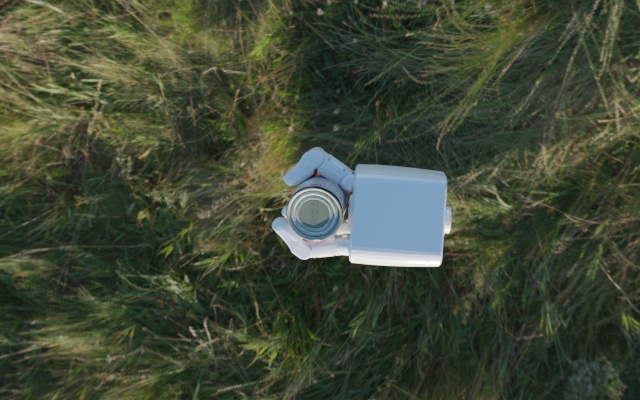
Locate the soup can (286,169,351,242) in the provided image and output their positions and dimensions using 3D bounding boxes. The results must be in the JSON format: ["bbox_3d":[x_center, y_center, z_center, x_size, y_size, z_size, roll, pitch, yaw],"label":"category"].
[{"bbox_3d":[0.000,0.002,0.586,0.068,0.068,0.102,0,17,9],"label":"soup can"}]
